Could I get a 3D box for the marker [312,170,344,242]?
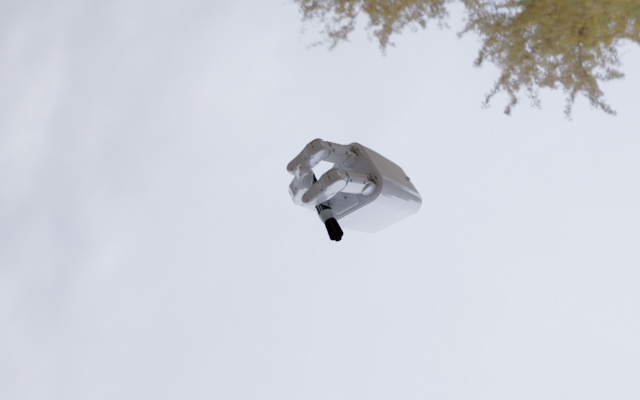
[{"bbox_3d":[0.000,0.002,0.599,0.020,0.121,0.020,-17,-36,-13],"label":"marker"}]
